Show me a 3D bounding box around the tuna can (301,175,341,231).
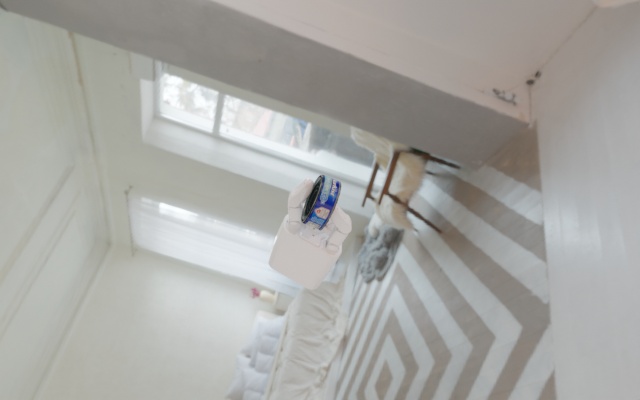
[{"bbox_3d":[0.000,0.002,0.767,0.034,0.086,0.086,22,-5,-11],"label":"tuna can"}]
